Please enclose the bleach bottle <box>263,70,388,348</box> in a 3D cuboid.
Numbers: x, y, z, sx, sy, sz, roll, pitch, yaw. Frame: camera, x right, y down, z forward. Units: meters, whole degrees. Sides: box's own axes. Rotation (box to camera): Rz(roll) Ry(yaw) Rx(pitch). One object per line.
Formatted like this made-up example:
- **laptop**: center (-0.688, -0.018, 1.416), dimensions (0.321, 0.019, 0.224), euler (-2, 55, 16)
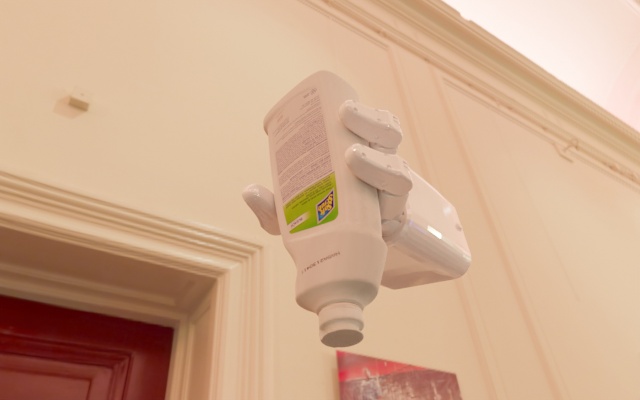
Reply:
- **bleach bottle**: center (0.000, 0.001, 0.401), dimensions (0.068, 0.250, 0.102), euler (30, -51, -34)
